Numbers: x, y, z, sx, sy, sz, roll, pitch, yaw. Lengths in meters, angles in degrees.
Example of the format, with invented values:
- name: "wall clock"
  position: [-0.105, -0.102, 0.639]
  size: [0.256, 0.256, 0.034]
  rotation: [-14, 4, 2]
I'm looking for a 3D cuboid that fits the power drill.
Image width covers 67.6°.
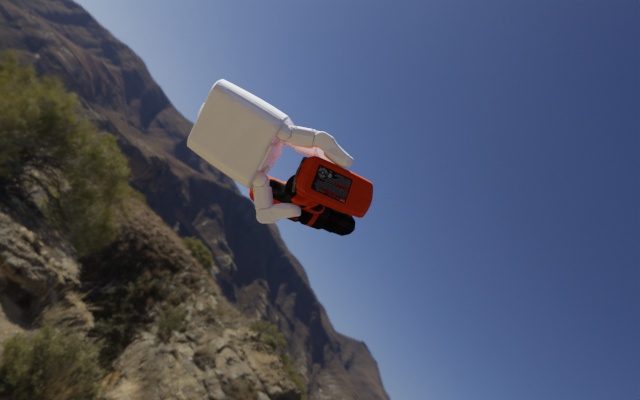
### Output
- name: "power drill"
  position: [0.000, 0.002, 0.699]
  size: [0.184, 0.057, 0.188]
  rotation: [22, -17, -18]
